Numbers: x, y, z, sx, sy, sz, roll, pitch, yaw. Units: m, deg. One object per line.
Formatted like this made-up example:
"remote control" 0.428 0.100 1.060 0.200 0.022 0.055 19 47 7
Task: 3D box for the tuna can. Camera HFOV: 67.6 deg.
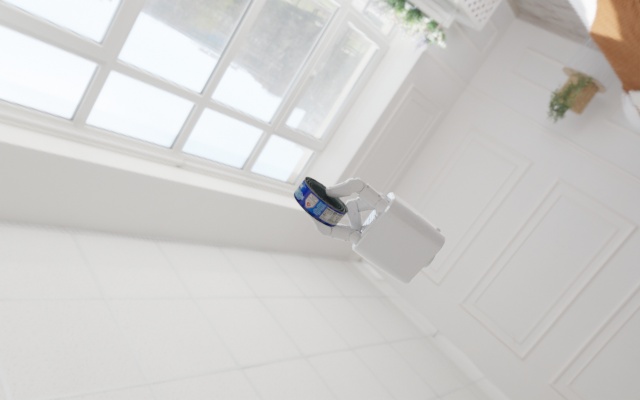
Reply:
"tuna can" 0.000 0.003 0.749 0.086 0.034 0.086 37 14 -10
